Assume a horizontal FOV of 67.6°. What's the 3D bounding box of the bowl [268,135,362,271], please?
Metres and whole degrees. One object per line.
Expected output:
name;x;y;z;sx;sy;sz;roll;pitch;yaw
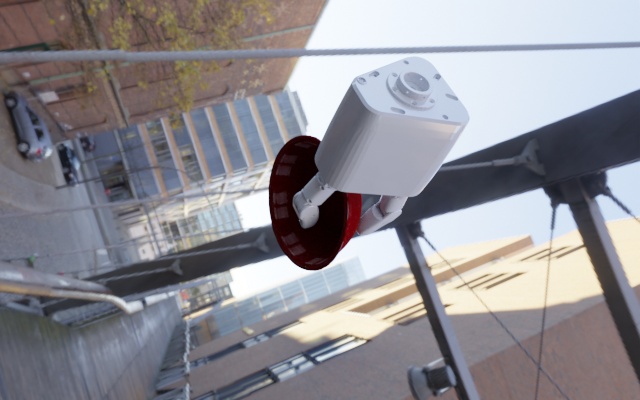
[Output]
bowl;0.000;0.002;0.582;0.055;0.162;0.162;-5;3;-38
